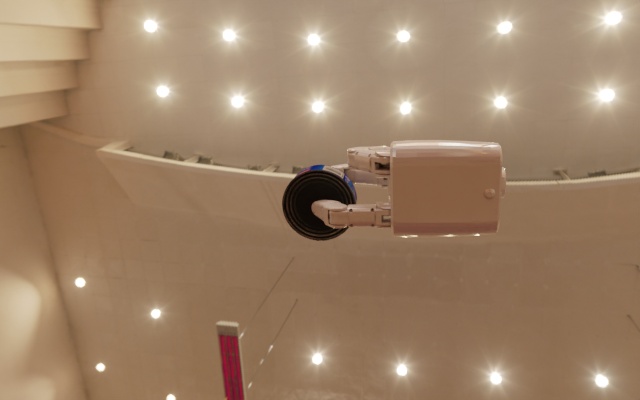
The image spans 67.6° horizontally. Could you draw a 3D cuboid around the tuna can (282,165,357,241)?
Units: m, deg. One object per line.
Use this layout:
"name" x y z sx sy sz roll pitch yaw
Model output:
"tuna can" 0.000 0.002 0.563 0.086 0.086 0.033 0 17 8
